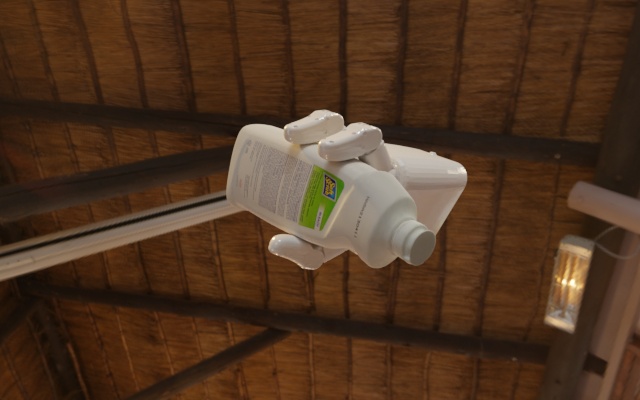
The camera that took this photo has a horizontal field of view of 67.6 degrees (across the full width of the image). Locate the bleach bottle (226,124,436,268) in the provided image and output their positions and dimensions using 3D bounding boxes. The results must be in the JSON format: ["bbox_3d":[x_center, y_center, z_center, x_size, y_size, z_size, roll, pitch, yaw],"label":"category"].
[{"bbox_3d":[0.000,0.001,0.449,0.068,0.102,0.250,-1,20,-39],"label":"bleach bottle"}]
